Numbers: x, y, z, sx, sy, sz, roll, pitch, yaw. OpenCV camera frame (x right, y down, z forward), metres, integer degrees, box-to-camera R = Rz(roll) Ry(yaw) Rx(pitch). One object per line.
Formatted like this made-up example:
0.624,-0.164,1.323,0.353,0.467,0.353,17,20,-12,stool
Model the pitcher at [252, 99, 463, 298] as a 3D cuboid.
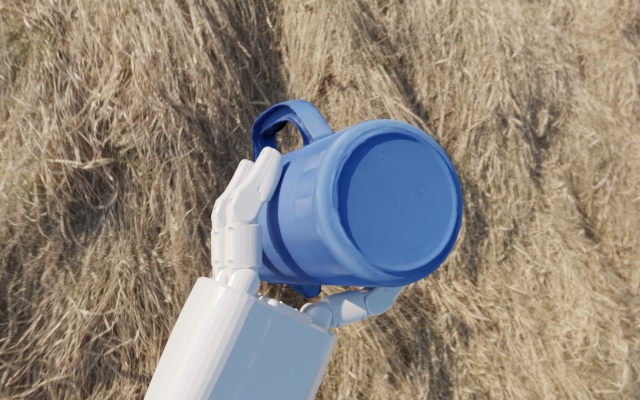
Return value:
0.000,0.002,0.405,0.149,0.145,0.243,31,-16,-16,pitcher
